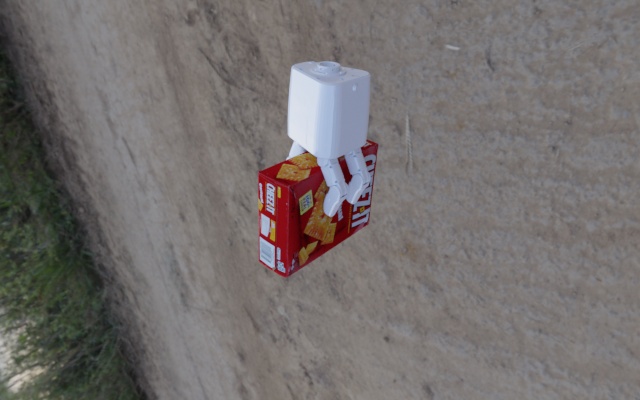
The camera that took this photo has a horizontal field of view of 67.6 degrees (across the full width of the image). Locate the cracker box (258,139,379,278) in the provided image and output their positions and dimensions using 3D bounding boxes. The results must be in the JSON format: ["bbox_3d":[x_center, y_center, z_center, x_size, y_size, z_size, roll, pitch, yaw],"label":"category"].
[{"bbox_3d":[0.000,0.002,0.759,0.072,0.164,0.213,27,38,33],"label":"cracker box"}]
